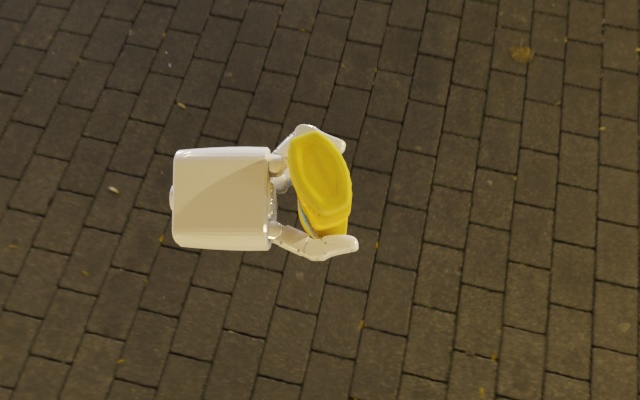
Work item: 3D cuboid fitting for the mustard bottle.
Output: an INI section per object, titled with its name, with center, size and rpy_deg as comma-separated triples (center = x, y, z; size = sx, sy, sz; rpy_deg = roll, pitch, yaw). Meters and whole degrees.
[mustard bottle]
center = 0.000, 0.002, 0.568
size = 0.058, 0.096, 0.192
rpy_deg = -23, -18, -7
